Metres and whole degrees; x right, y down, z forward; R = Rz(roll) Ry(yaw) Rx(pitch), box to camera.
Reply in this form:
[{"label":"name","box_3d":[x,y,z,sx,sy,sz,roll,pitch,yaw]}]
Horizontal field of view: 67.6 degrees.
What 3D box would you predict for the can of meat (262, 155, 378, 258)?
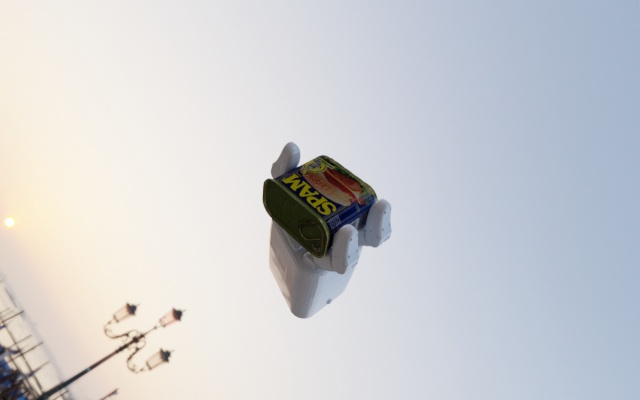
[{"label":"can of meat","box_3d":[0.000,0.001,0.530,0.084,0.057,0.102,-30,56,-34]}]
